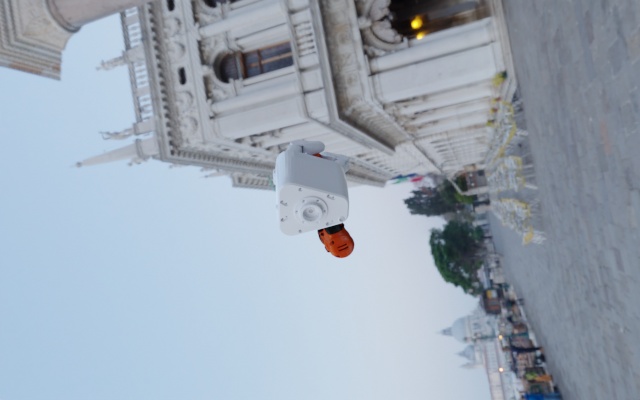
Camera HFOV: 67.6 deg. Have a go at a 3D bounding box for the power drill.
[{"bbox_3d":[0.000,0.003,0.879,0.057,0.188,0.184,-25,13,-6],"label":"power drill"}]
